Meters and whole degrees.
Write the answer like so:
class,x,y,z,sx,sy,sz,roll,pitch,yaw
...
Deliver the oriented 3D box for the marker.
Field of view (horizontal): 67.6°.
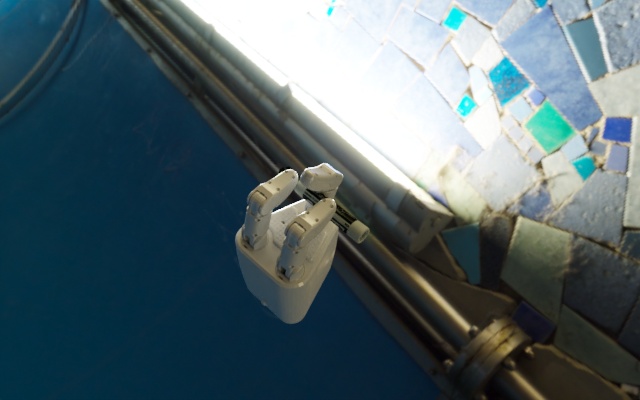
class,x,y,z,sx,sy,sz,roll,pitch,yaw
marker,0.000,0.002,0.502,0.121,0.020,0.020,38,17,23
